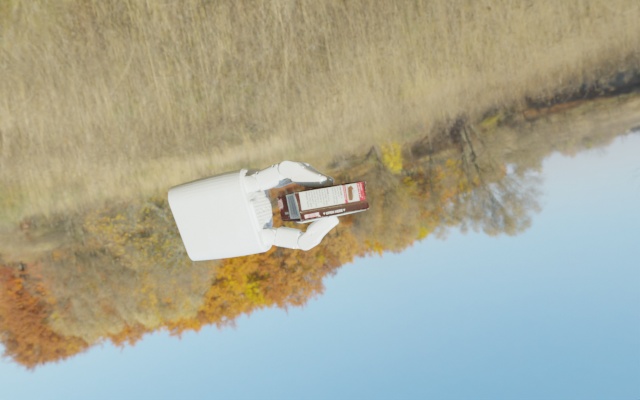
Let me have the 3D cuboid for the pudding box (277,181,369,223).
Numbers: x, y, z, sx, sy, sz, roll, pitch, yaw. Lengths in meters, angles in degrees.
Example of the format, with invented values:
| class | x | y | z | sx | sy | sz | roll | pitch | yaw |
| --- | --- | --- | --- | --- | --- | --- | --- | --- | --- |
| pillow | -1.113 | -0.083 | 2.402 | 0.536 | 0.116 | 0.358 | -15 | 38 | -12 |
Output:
| class | x | y | z | sx | sy | sz | roll | pitch | yaw |
| --- | --- | --- | --- | --- | --- | --- | --- | --- | --- |
| pudding box | 0.000 | 0.002 | 0.608 | 0.090 | 0.039 | 0.113 | -11 | 3 | -16 |
